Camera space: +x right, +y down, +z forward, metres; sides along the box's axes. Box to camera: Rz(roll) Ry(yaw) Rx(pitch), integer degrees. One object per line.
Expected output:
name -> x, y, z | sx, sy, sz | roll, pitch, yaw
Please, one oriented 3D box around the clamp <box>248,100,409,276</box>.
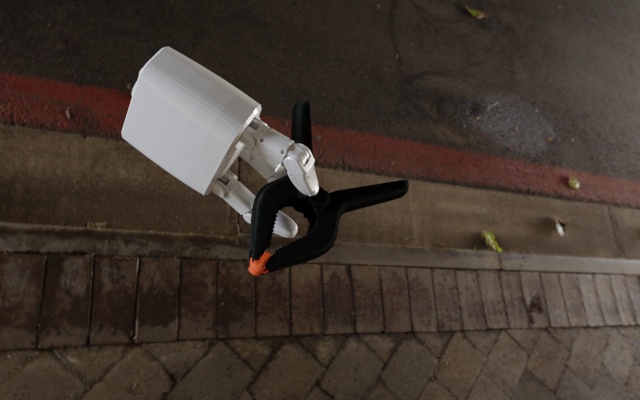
clamp -> 0.000, 0.002, 0.513 | 0.164, 0.210, 0.036 | 32, -32, -4
